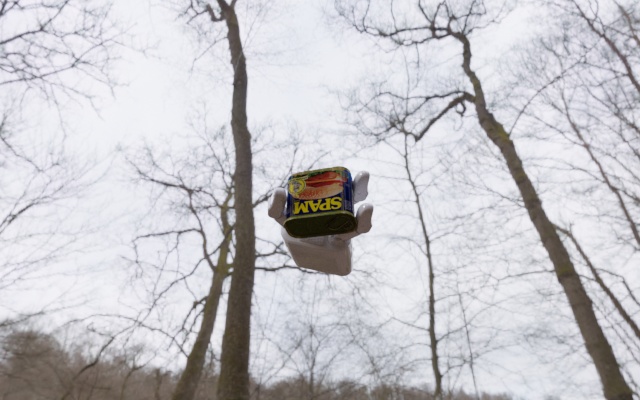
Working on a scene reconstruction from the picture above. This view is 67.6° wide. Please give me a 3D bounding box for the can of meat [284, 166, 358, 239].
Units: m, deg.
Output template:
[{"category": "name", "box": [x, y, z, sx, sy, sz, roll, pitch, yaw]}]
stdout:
[{"category": "can of meat", "box": [0.000, 0.002, 0.695, 0.102, 0.084, 0.057, -7, -34, 10]}]
